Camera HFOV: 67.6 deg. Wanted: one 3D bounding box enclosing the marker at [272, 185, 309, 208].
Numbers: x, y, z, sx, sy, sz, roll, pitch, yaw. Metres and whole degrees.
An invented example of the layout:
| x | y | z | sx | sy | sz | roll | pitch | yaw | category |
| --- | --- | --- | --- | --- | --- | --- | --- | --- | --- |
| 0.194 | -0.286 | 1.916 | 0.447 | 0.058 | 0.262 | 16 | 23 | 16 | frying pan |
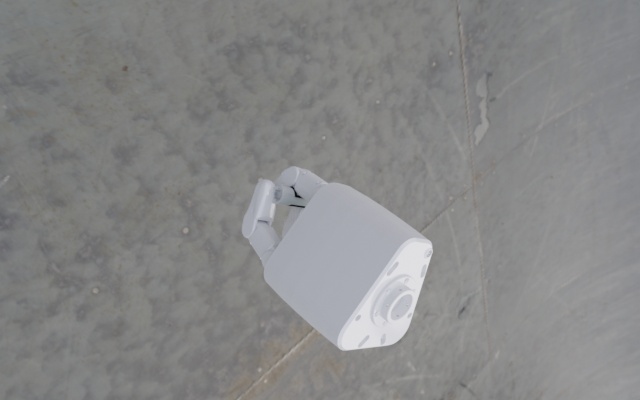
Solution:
| x | y | z | sx | sy | sz | roll | pitch | yaw | category |
| --- | --- | --- | --- | --- | --- | --- | --- | --- | --- |
| 0.000 | 0.002 | 0.505 | 0.020 | 0.020 | 0.121 | 0 | -7 | 45 | marker |
